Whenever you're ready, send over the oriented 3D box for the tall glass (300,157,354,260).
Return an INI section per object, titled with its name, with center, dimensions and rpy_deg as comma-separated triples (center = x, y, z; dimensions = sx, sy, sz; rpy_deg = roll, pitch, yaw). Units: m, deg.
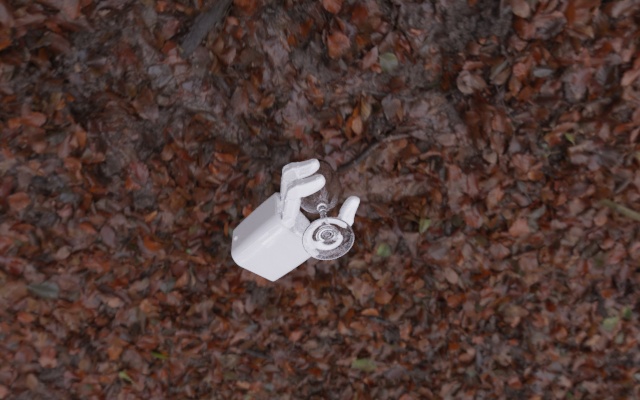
[tall glass]
center = 0.000, 0.003, 0.755
dimensions = 0.079, 0.079, 0.201
rpy_deg = 0, 32, -7
